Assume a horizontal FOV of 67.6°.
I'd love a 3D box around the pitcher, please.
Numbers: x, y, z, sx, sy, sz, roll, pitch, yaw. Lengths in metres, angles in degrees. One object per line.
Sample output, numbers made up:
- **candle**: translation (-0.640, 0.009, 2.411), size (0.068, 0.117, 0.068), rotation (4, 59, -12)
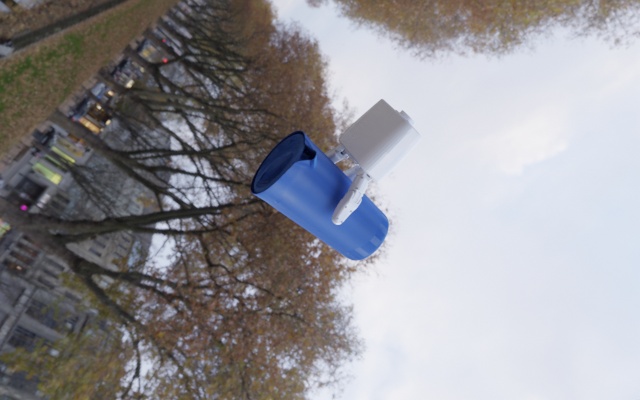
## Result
- **pitcher**: translation (0.000, 0.003, 0.850), size (0.243, 0.145, 0.149), rotation (40, 11, -25)
